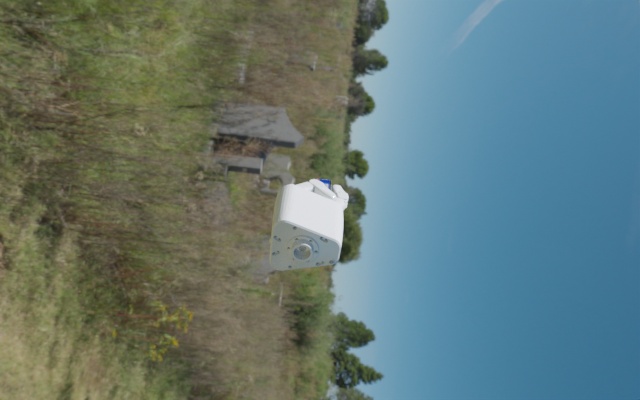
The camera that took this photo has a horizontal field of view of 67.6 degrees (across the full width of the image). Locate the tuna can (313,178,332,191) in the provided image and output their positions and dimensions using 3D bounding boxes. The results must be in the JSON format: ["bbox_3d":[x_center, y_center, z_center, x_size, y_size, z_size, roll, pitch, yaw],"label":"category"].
[{"bbox_3d":[0.001,0.003,0.875,0.034,0.086,0.086,3,0,-3],"label":"tuna can"}]
